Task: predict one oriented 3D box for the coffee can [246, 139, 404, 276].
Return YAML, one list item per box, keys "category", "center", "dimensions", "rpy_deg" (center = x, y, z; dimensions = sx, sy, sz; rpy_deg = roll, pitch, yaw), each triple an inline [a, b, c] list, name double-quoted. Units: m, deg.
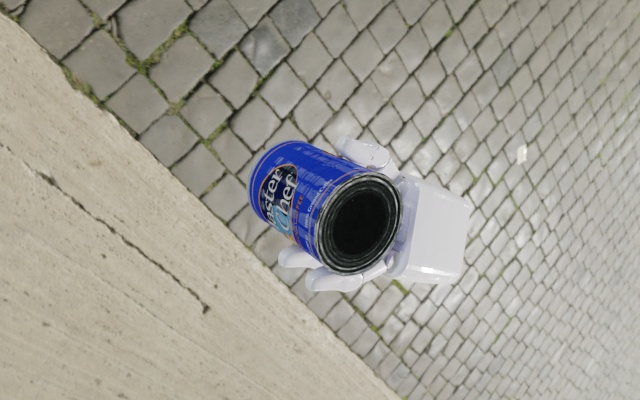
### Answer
- category: "coffee can"
  center: [0.000, 0.001, 0.490]
  dimensions: [0.103, 0.103, 0.140]
  rpy_deg: [0, 18, -35]
